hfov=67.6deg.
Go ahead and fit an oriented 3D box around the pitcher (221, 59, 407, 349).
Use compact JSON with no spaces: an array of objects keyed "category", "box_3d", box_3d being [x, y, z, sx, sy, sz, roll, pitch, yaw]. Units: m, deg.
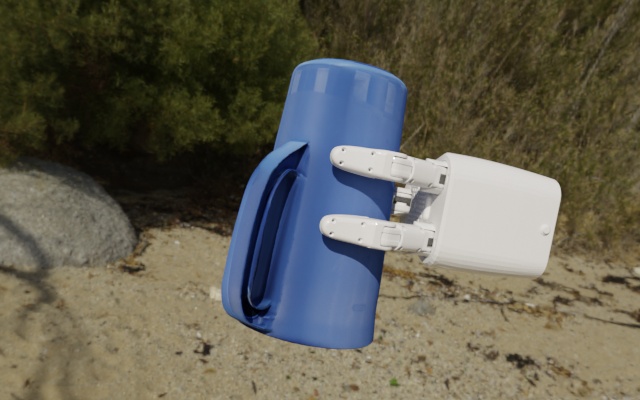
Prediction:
[{"category":"pitcher","box_3d":[0.000,0.001,0.434,0.145,0.243,0.149,11,0,-9]}]
